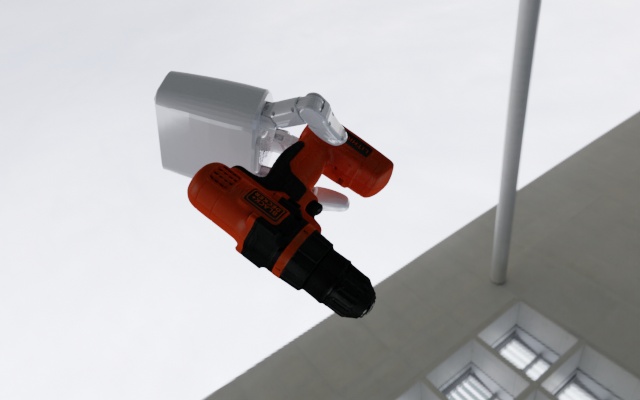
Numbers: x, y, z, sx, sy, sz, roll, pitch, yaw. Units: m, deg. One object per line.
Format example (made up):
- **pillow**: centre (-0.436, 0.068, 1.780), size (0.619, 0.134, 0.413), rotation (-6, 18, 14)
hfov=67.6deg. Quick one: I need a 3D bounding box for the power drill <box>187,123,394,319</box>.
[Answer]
- **power drill**: centre (0.000, 0.001, 0.448), size (0.184, 0.057, 0.187), rotation (38, 40, 7)
